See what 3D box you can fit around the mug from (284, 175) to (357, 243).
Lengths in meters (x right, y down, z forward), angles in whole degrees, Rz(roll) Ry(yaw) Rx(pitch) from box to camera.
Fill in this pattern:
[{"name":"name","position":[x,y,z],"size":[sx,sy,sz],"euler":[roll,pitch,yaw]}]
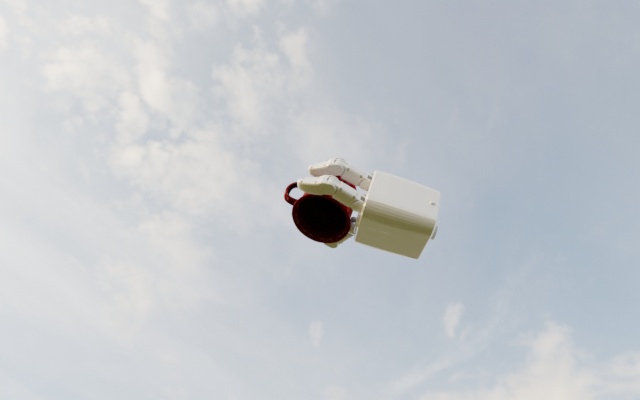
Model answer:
[{"name":"mug","position":[-0.001,0.002,0.752],"size":[0.117,0.093,0.081],"euler":[19,39,6]}]
